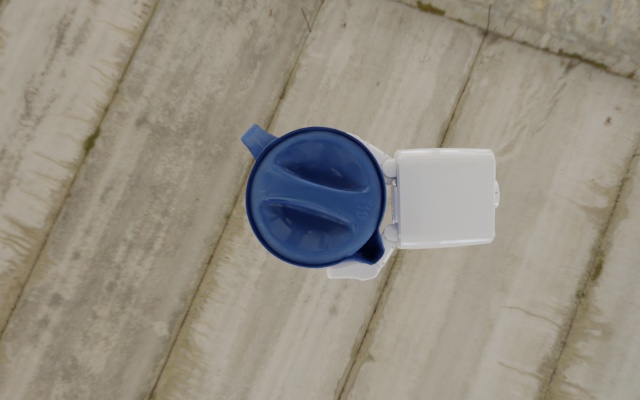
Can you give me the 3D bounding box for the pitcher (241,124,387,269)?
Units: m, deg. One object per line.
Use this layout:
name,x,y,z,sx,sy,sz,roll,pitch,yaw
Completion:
pitcher,0.000,0.002,0.556,0.145,0.149,0.243,-3,-7,6
